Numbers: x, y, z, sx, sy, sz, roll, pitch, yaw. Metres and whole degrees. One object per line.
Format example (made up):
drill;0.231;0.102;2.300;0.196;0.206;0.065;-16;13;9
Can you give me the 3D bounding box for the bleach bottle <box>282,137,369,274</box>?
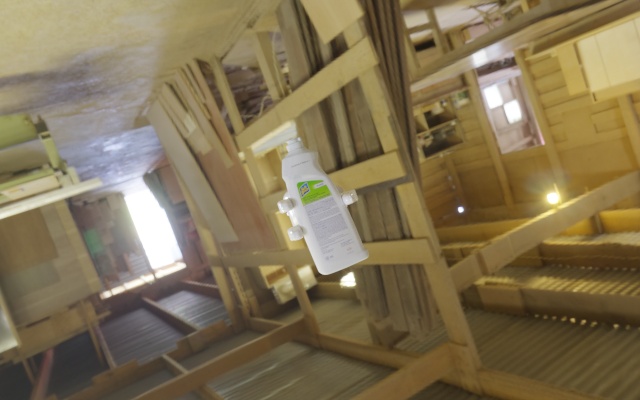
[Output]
bleach bottle;0.000;0.003;0.882;0.102;0.251;0.068;-21;5;-13
